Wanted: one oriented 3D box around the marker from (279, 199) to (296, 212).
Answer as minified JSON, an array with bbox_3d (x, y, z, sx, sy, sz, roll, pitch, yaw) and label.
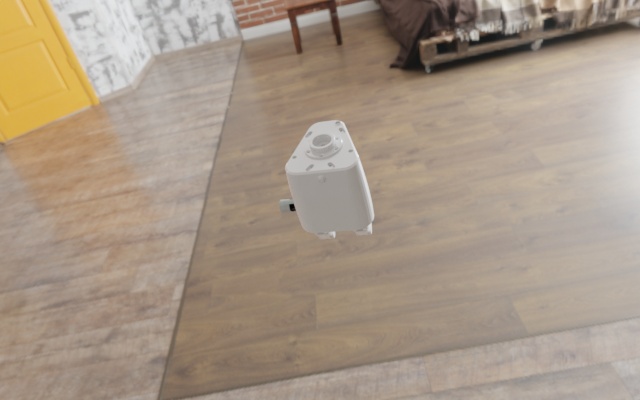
[{"bbox_3d":[0.000,0.002,0.693,0.121,0.020,0.020,-6,-1,12],"label":"marker"}]
